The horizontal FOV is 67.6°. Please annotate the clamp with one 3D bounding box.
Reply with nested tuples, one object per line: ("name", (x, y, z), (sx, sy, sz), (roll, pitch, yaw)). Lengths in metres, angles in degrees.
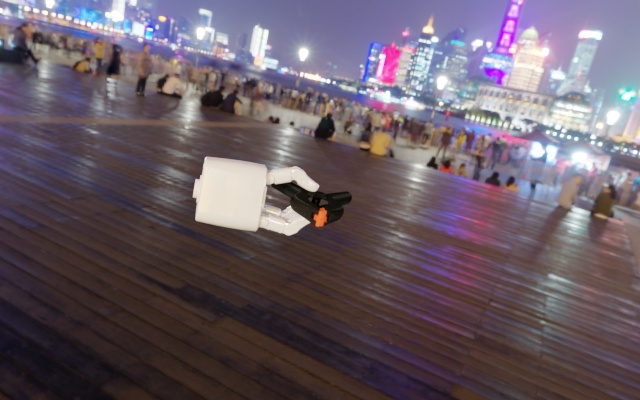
("clamp", (0.000, 0.002, 0.864), (0.164, 0.036, 0.210), (10, 14, -16))
